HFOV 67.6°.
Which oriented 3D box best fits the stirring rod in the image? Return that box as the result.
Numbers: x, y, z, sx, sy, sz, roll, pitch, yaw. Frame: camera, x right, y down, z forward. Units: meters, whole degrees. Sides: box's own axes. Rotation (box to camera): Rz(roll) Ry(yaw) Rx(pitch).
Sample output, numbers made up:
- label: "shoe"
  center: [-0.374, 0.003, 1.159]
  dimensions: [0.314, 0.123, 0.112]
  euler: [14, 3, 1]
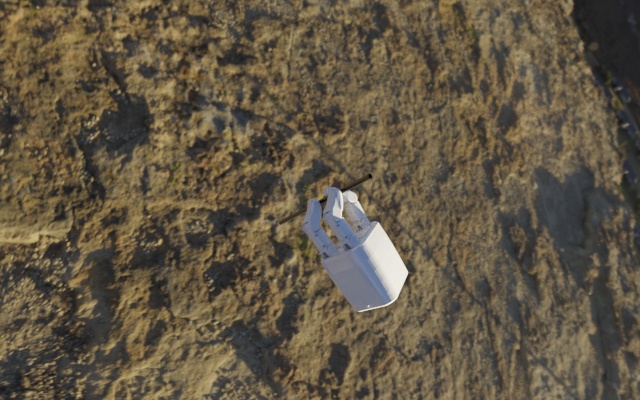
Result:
- label: "stirring rod"
  center: [0.000, 0.003, 0.792]
  dimensions: [0.011, 0.011, 0.239]
  euler: [0, -19, -40]
